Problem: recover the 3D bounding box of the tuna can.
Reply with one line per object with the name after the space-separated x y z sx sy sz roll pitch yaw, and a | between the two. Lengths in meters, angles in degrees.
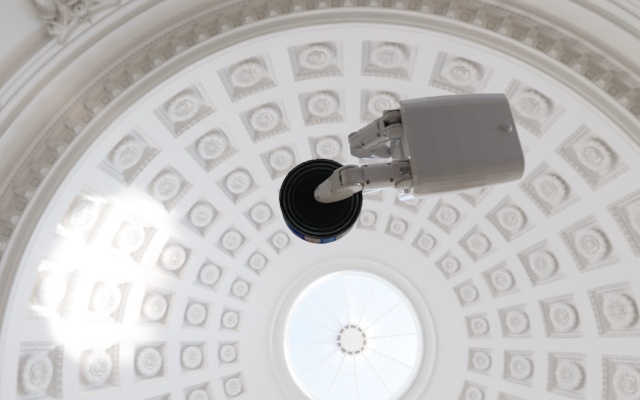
0.000 0.002 0.500 0.086 0.086 0.034 0 -17 -2 | tuna can
